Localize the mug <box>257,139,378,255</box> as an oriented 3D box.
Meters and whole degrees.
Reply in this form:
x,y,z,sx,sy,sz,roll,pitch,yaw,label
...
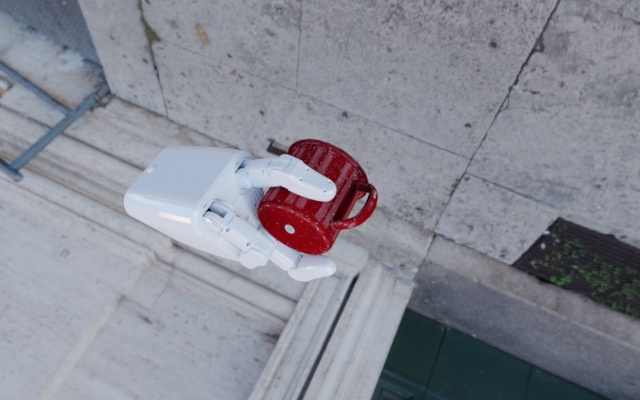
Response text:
x,y,z,sx,sy,sz,roll,pitch,yaw,label
0.001,0.002,0.468,0.117,0.081,0.093,9,-36,32,mug
